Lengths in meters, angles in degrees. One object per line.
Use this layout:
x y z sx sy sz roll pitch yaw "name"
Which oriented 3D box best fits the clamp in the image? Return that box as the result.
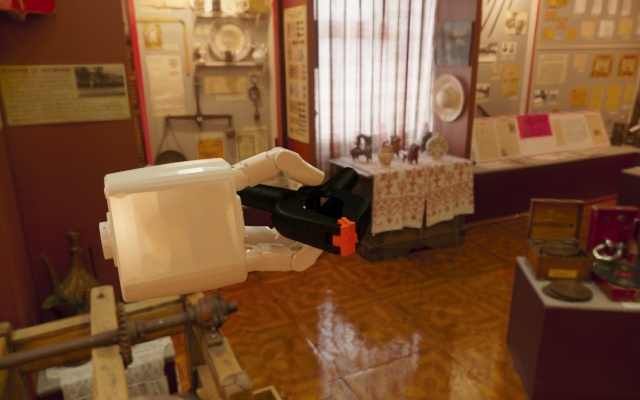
0.000 0.001 0.483 0.164 0.036 0.210 -10 19 -22 "clamp"
